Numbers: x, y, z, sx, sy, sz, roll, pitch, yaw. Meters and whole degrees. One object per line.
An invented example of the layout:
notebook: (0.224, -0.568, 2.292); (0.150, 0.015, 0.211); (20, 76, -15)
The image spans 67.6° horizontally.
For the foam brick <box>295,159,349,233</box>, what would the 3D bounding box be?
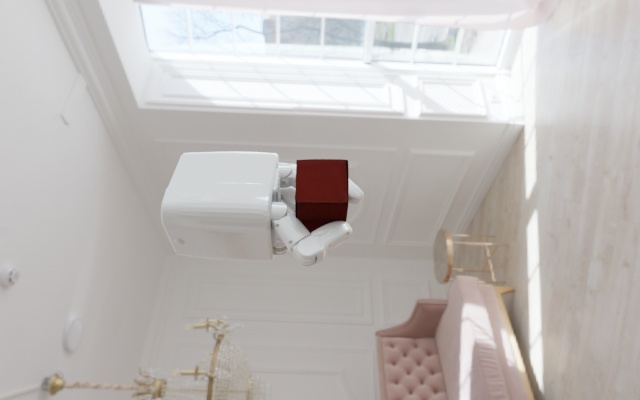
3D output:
foam brick: (0.000, 0.001, 0.483); (0.051, 0.053, 0.078); (2, -34, -1)
